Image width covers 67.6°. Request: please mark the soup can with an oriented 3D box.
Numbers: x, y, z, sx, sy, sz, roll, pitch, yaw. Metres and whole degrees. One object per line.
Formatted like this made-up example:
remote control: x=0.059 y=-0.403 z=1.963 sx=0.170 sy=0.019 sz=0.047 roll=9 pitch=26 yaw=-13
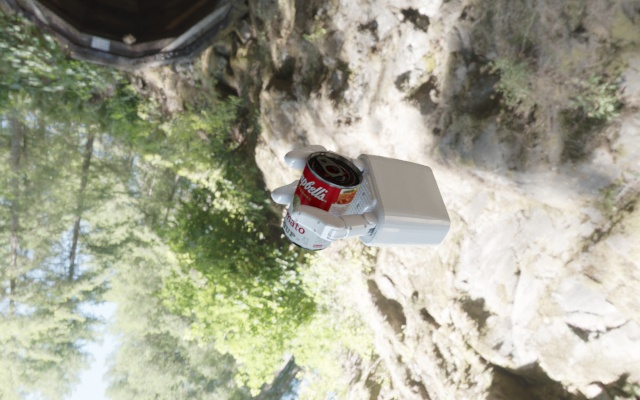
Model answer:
soup can: x=0.000 y=0.002 z=0.570 sx=0.068 sy=0.102 sz=0.068 roll=16 pitch=34 yaw=-12
